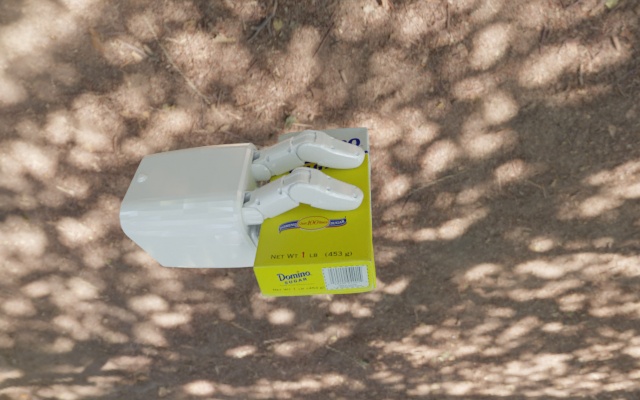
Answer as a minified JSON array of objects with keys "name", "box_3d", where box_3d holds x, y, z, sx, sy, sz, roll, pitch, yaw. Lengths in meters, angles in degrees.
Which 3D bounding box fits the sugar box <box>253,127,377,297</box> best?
[{"name":"sugar box","box_3d":[0.000,0.001,0.429,0.093,0.176,0.048,-4,-45,6]}]
